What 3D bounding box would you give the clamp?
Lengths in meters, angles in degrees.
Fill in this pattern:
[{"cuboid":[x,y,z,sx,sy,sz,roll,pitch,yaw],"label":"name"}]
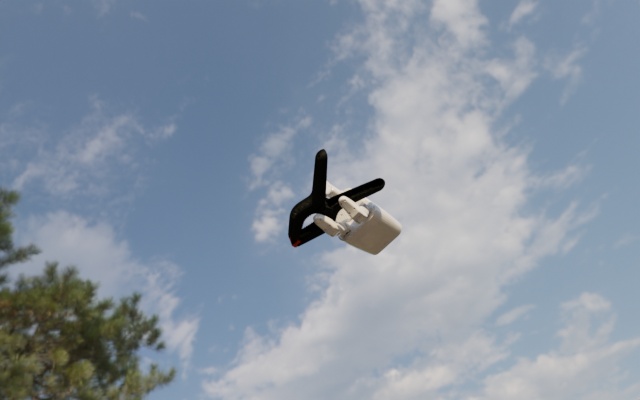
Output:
[{"cuboid":[0.000,0.003,0.888,0.165,0.210,0.036,31,23,-39],"label":"clamp"}]
